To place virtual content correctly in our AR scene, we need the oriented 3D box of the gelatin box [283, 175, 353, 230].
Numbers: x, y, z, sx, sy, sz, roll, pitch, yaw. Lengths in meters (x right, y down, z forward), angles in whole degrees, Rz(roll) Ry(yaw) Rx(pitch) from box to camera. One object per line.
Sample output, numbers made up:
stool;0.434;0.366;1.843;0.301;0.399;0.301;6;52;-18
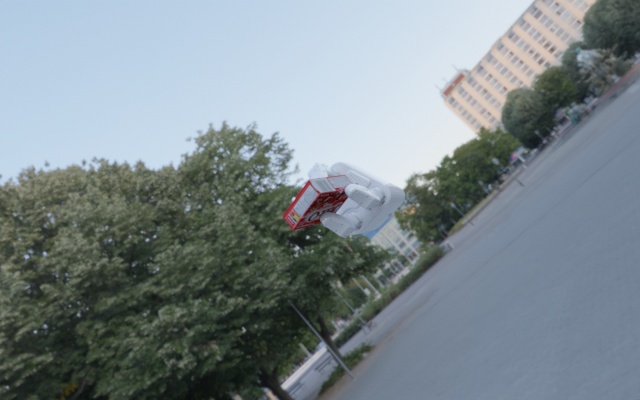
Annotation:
gelatin box;0.000;0.002;0.666;0.089;0.030;0.073;-10;-35;-52
